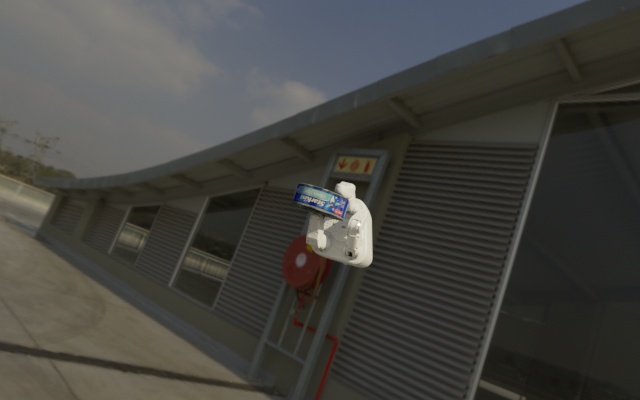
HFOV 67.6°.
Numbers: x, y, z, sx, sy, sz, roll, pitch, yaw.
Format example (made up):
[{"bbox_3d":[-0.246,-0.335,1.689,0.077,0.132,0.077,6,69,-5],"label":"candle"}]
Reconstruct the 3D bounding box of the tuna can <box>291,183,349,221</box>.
[{"bbox_3d":[0.000,0.002,0.743,0.086,0.033,0.086,19,-5,2],"label":"tuna can"}]
